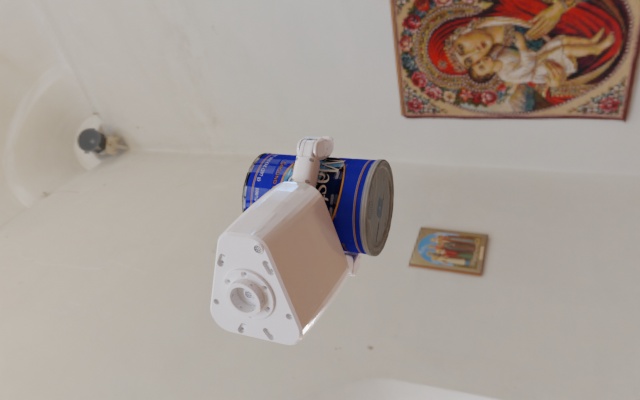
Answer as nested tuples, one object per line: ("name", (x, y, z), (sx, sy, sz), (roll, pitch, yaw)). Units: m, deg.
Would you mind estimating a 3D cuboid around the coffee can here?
("coffee can", (0.000, 0.002, 0.528), (0.140, 0.103, 0.103), (6, 2, 23))
